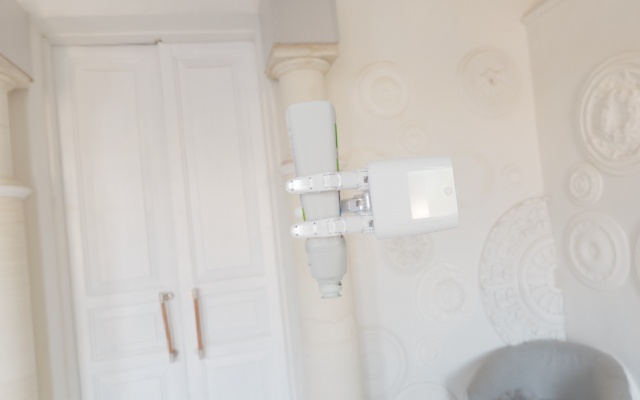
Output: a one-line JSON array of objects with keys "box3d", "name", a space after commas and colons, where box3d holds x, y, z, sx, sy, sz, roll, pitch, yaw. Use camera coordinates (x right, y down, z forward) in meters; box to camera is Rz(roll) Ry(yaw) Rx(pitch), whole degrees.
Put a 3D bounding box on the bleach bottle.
[{"box3d": [0.000, 0.002, 0.638, 0.068, 0.251, 0.102, -6, -3, 0], "name": "bleach bottle"}]
